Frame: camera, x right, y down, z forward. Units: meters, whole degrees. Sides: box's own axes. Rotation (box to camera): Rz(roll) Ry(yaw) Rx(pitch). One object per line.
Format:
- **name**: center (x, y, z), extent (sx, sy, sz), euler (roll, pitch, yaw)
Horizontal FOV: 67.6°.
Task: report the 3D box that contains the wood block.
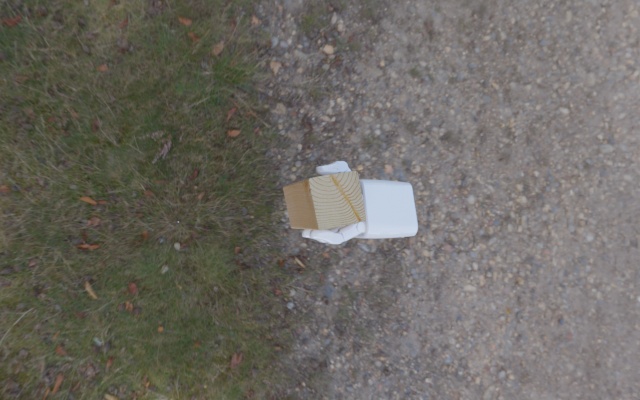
- **wood block**: center (0.001, 0.003, 0.898), extent (0.090, 0.091, 0.206), euler (-11, 1, -17)
